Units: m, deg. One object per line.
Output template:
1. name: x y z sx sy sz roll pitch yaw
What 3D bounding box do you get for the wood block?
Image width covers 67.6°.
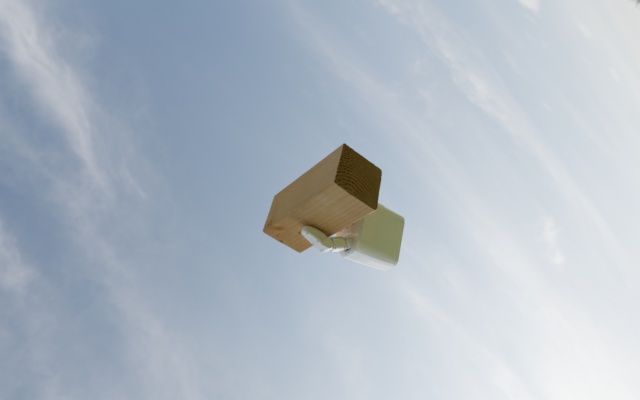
1. wood block: 0.000 0.003 0.827 0.090 0.090 0.206 33 -42 -23
